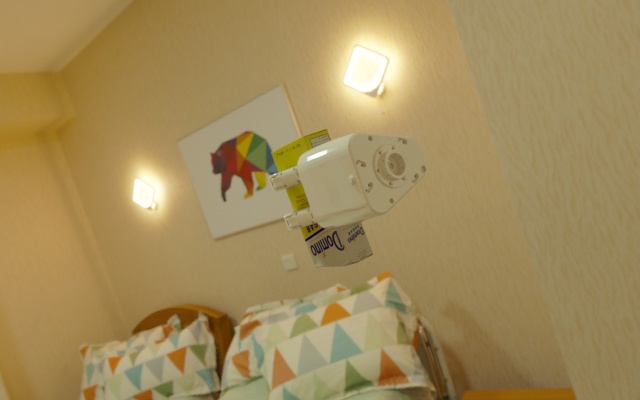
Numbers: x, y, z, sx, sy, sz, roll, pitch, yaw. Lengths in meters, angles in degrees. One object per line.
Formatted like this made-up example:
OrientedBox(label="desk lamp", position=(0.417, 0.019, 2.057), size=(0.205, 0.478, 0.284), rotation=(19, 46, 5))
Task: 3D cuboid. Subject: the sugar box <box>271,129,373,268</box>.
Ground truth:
OrientedBox(label="sugar box", position=(0.000, 0.002, 0.645), size=(0.048, 0.176, 0.093), rotation=(-20, 2, -34))
